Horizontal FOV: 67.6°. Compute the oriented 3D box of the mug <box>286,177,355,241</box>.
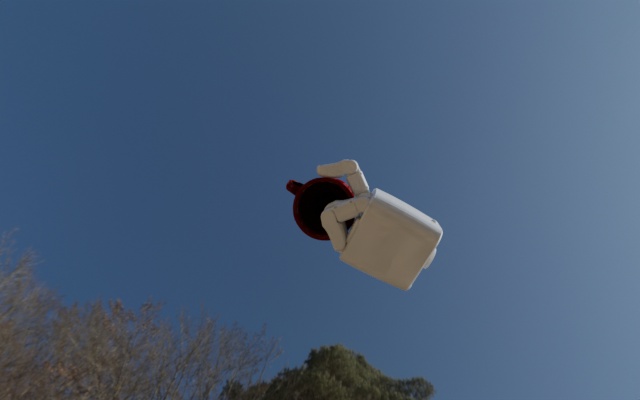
[{"bbox_3d":[-0.001,0.002,0.732,0.117,0.093,0.081,28,10,4],"label":"mug"}]
